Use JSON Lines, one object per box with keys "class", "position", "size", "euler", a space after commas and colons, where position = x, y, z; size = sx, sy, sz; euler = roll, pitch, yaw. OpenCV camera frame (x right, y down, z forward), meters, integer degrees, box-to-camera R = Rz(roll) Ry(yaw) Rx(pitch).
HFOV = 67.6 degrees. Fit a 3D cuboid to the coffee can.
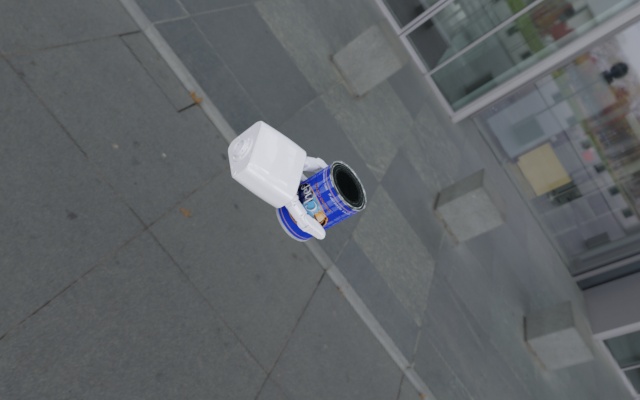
{"class": "coffee can", "position": [0.000, 0.003, 0.895], "size": [0.140, 0.102, 0.103], "euler": [-30, -17, 31]}
